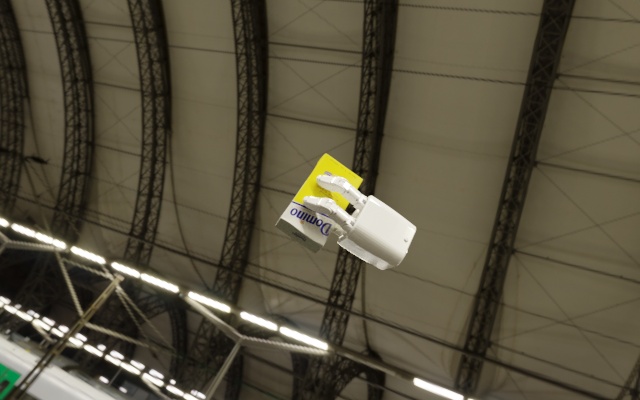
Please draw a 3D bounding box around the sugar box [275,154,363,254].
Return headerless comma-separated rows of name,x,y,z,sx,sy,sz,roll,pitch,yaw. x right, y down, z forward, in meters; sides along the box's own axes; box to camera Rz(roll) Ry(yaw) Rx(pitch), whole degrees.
sugar box,0.001,0.003,0.896,0.093,0.176,0.048,34,-35,-3
